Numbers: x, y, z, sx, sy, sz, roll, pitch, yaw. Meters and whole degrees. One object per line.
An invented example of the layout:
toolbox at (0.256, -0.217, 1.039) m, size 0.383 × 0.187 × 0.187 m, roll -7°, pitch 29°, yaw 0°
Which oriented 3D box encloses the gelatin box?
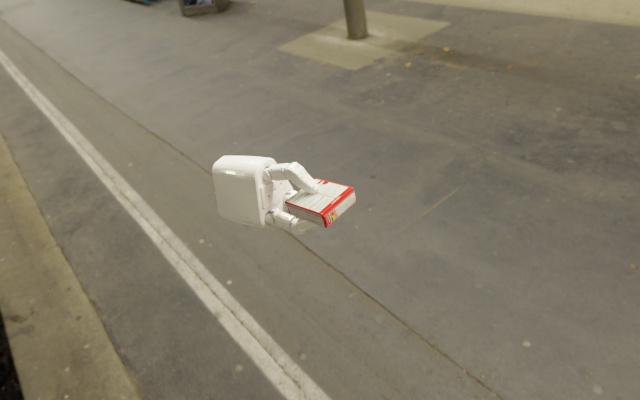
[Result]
gelatin box at (0.000, 0.002, 0.747) m, size 0.089 × 0.030 × 0.073 m, roll 16°, pitch 45°, yaw 44°
